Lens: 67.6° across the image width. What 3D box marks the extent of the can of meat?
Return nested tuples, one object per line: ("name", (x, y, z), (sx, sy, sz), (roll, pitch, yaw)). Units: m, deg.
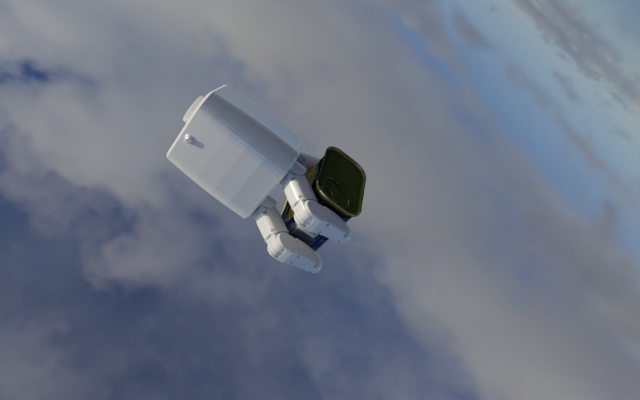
("can of meat", (0.000, 0.002, 0.531), (0.057, 0.084, 0.102), (36, 33, -14))
